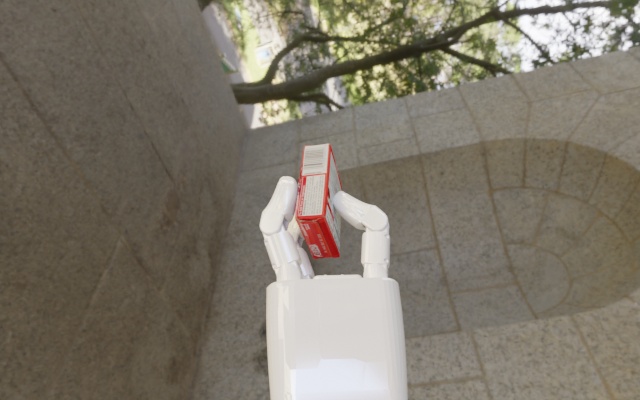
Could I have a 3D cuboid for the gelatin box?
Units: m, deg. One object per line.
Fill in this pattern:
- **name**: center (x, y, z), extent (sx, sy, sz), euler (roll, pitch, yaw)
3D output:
- **gelatin box**: center (0.001, 0.001, 0.466), extent (0.030, 0.089, 0.073), euler (-3, -35, 12)
